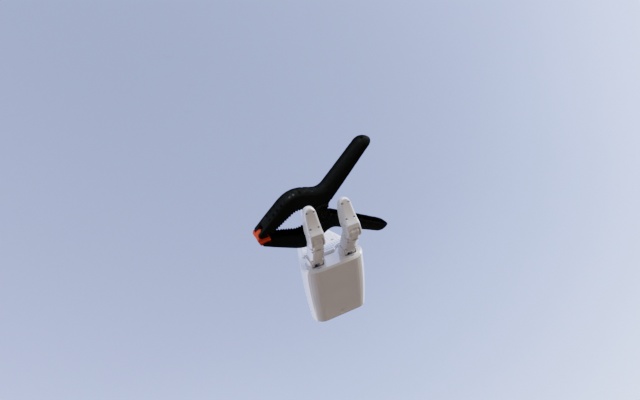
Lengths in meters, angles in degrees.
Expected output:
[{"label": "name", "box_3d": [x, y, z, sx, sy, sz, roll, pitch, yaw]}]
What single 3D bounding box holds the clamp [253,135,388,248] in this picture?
[{"label": "clamp", "box_3d": [-0.001, 0.002, 0.694, 0.210, 0.165, 0.036, -19, 30, -18]}]
